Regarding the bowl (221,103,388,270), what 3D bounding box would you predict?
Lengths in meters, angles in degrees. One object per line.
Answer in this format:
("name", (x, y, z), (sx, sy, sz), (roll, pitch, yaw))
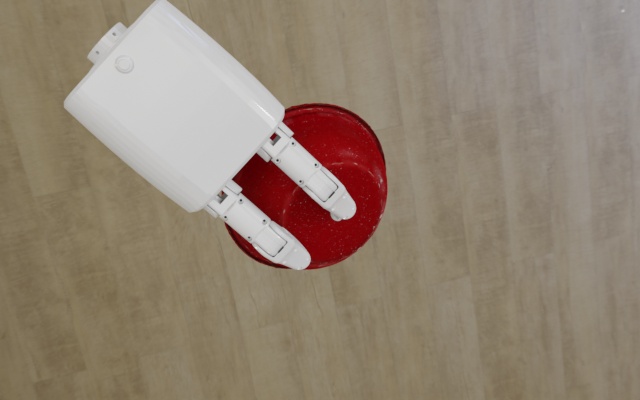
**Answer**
("bowl", (0.001, 0.002, 0.413), (0.162, 0.162, 0.055), (0, 23, -27))
